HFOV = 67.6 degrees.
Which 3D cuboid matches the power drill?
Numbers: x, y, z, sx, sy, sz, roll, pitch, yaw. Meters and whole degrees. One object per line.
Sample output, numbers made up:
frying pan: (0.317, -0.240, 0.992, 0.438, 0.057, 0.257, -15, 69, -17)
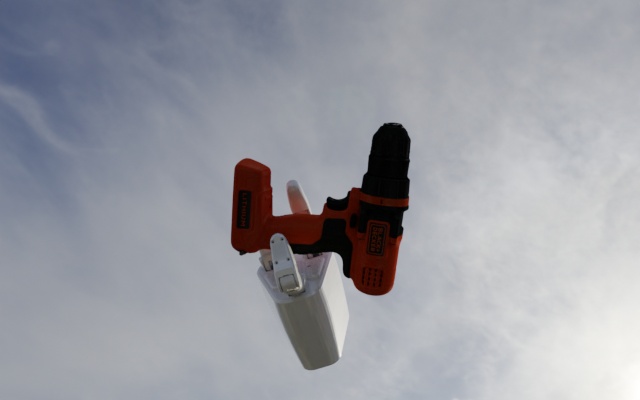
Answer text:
power drill: (0.000, 0.002, 0.517, 0.187, 0.184, 0.057, 8, 10, 14)
